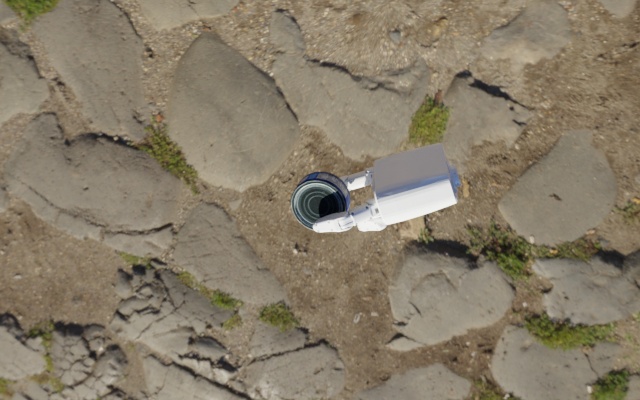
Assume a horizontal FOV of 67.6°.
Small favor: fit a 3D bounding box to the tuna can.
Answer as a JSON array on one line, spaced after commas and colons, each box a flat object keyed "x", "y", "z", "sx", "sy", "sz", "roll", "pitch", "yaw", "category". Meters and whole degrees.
[{"x": 0.000, "y": 0.003, "z": 0.711, "sx": 0.086, "sy": 0.086, "sz": 0.033, "roll": 0, "pitch": 24, "yaw": 14, "category": "tuna can"}]
